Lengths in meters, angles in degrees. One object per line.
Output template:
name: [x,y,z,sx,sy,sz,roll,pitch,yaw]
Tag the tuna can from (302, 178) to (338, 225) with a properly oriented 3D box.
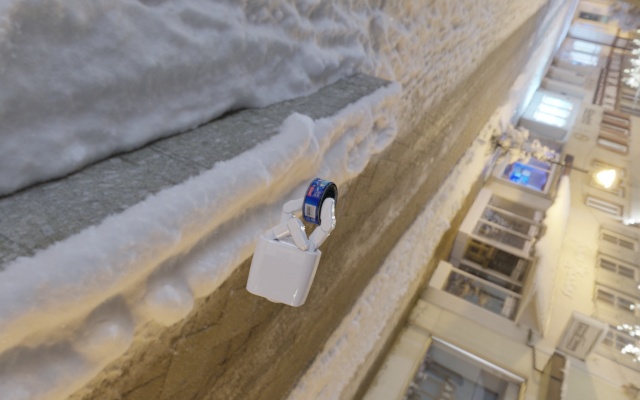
tuna can: [0.001,0.003,0.893,0.034,0.086,0.086,16,6,22]
